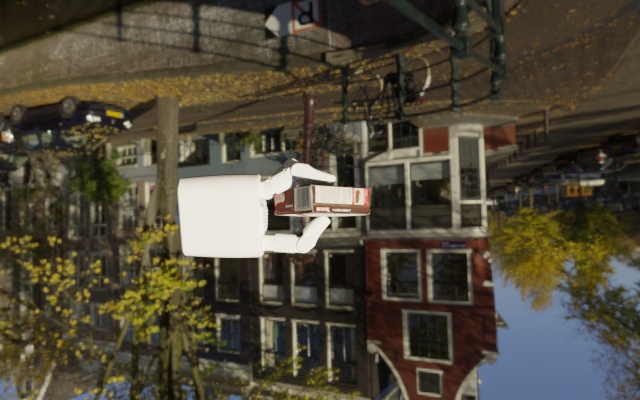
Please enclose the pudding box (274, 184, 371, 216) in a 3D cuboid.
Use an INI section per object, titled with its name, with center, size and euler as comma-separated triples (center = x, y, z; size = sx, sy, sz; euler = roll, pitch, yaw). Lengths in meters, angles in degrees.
[pudding box]
center = 0.000, 0.002, 0.645
size = 0.090, 0.039, 0.113
euler = 2, -2, -30
